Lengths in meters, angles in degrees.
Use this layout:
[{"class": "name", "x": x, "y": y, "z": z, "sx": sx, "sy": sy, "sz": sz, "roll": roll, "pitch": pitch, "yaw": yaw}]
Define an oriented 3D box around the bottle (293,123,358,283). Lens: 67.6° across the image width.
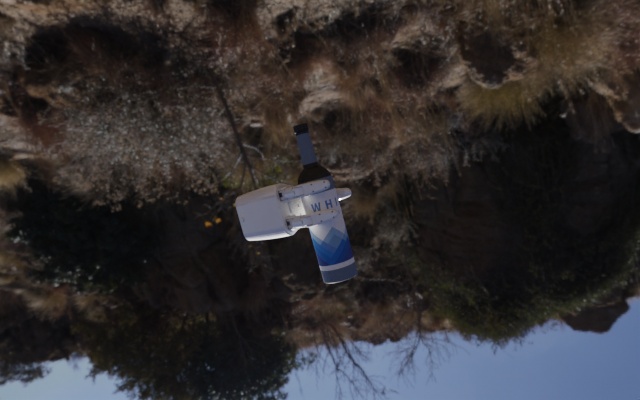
[{"class": "bottle", "x": 0.000, "y": 0.003, "z": 0.888, "sx": 0.069, "sy": 0.296, "sz": 0.069, "roll": -15, "pitch": 4, "yaw": 1}]
